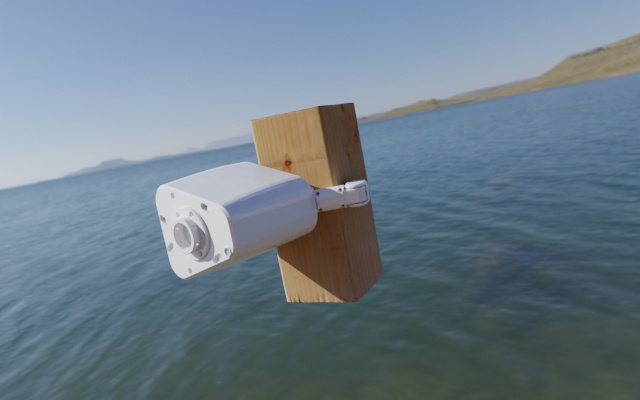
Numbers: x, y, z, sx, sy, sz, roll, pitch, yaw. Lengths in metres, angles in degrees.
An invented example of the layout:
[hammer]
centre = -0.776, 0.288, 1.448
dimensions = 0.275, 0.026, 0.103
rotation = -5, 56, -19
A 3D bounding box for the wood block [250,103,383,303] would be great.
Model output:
[wood block]
centre = 0.000, 0.002, 0.540
dimensions = 0.091, 0.206, 0.090
rotation = -6, 10, 28
